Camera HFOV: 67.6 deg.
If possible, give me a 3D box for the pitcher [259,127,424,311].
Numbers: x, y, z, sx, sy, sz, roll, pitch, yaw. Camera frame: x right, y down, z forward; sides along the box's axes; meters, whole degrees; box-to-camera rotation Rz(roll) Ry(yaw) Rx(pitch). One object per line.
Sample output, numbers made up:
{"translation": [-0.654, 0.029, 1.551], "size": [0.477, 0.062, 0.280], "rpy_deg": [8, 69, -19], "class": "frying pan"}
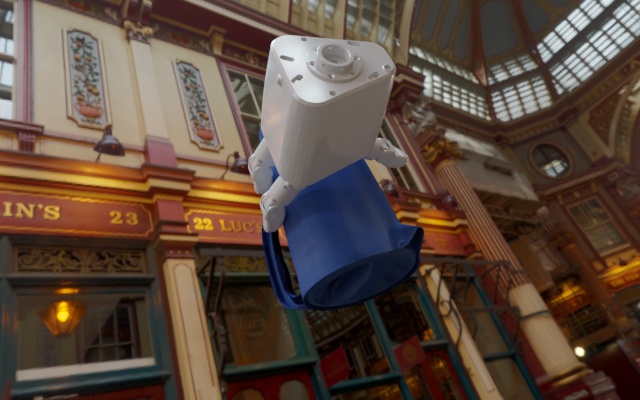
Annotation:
{"translation": [0.000, 0.002, 0.567], "size": [0.149, 0.242, 0.145], "rpy_deg": [-12, -32, -17], "class": "pitcher"}
